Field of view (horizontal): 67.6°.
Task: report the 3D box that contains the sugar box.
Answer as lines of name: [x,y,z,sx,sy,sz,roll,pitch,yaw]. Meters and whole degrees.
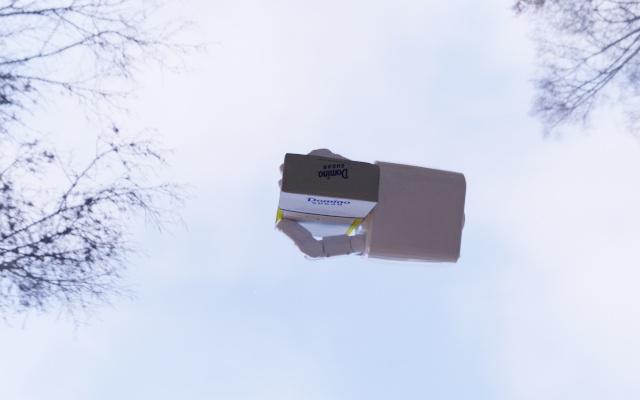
sugar box: [0.000,0.001,0.522,0.093,0.048,0.176,7,-19,-6]
